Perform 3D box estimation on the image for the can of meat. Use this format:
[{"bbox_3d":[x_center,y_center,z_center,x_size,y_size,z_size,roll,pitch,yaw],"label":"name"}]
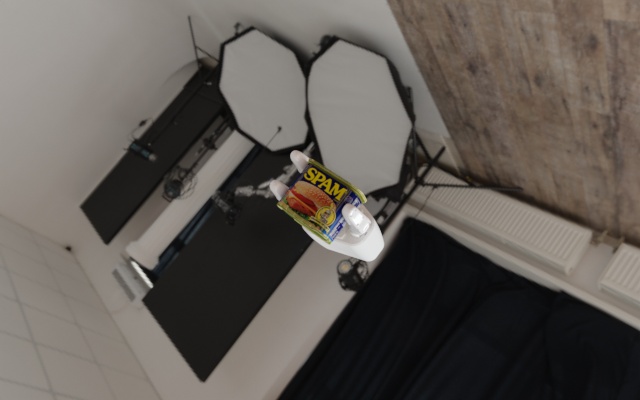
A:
[{"bbox_3d":[0.000,0.003,0.688,0.102,0.084,0.057,34,-8,24],"label":"can of meat"}]
